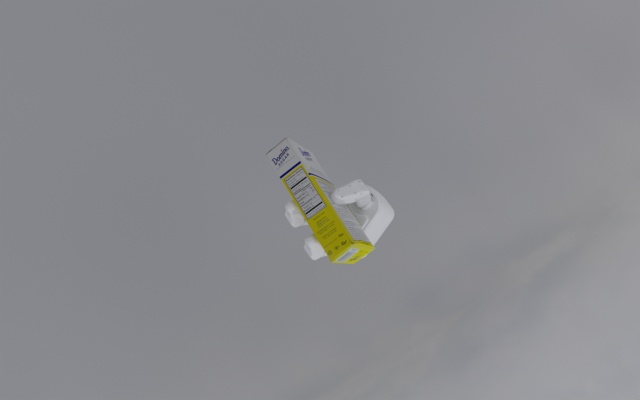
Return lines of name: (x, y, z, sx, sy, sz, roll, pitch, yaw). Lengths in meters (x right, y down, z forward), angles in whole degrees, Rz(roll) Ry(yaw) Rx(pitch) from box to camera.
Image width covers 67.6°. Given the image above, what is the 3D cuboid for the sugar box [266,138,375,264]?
sugar box: (0.000, 0.003, 0.655, 0.048, 0.176, 0.093, -39, -21, 12)
